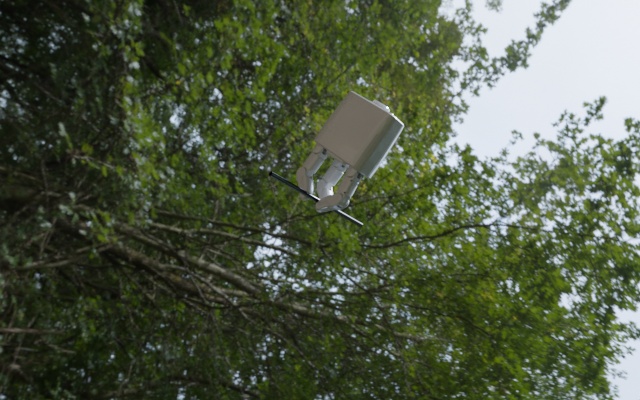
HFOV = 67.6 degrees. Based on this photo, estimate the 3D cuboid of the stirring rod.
[{"bbox_3d":[0.000,0.003,0.808,0.011,0.011,0.240,0,-21,43],"label":"stirring rod"}]
